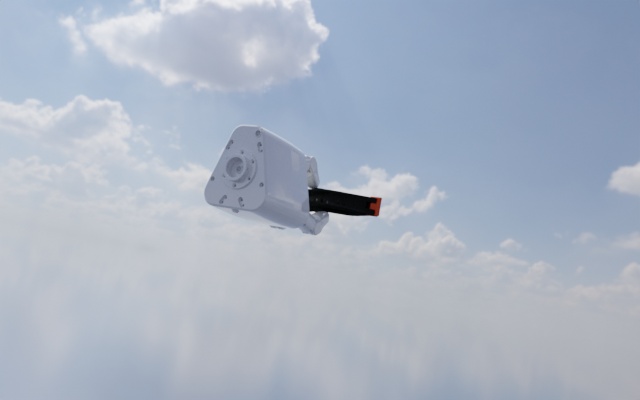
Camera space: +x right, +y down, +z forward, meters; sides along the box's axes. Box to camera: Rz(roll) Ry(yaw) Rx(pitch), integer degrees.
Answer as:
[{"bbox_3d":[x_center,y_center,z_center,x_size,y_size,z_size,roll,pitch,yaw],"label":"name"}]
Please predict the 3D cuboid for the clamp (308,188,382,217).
[{"bbox_3d":[0.001,0.002,0.745,0.210,0.036,0.164,7,-8,26],"label":"clamp"}]
